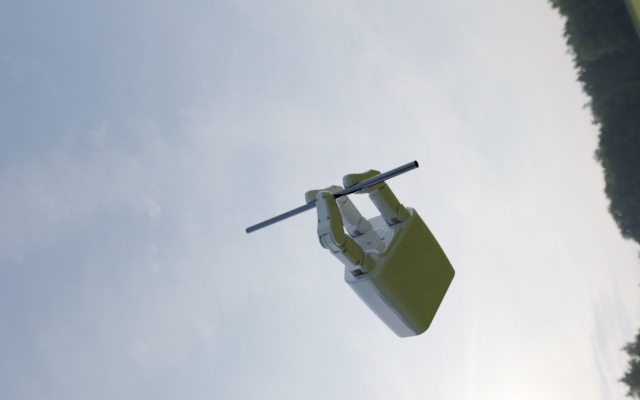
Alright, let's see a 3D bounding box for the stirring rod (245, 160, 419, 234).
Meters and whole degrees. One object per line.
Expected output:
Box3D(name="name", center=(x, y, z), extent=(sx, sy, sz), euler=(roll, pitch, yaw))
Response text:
Box3D(name="stirring rod", center=(0.000, 0.002, 0.516), extent=(0.239, 0.011, 0.011), euler=(-22, -14, 37))
